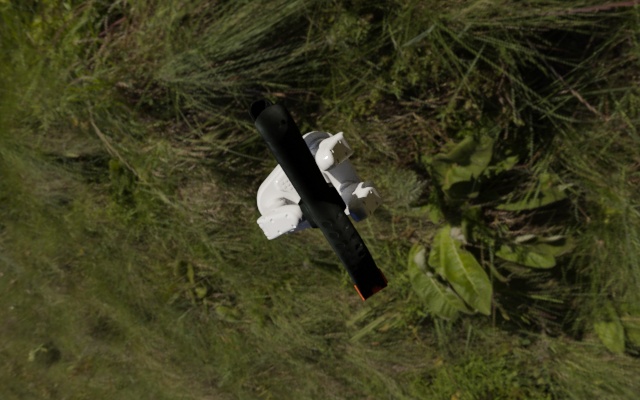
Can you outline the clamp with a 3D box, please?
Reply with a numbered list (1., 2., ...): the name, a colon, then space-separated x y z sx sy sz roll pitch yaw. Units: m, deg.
1. clamp: 0.000 0.002 0.407 0.036 0.210 0.164 -32 10 0
